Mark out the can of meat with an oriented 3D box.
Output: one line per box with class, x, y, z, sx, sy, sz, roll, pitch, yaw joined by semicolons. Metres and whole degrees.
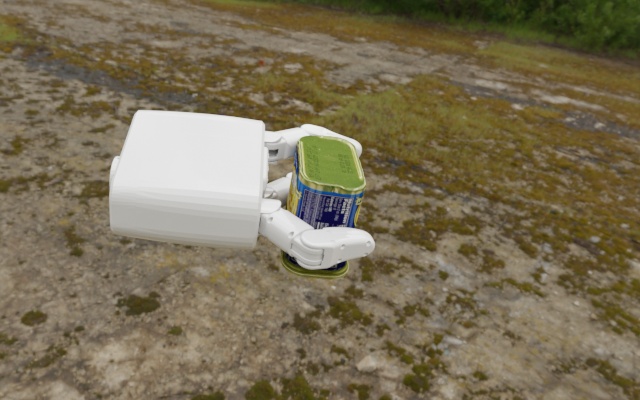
can of meat;0.000;0.001;0.403;0.057;0.084;0.102;7;29;-9
